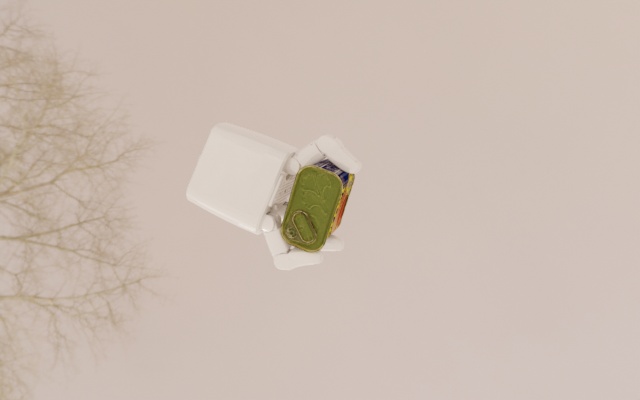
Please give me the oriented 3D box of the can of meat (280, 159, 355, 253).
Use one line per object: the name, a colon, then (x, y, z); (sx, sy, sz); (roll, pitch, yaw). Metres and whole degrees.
can of meat: (0.000, 0.002, 0.588); (0.057, 0.102, 0.084); (21, 18, 11)
